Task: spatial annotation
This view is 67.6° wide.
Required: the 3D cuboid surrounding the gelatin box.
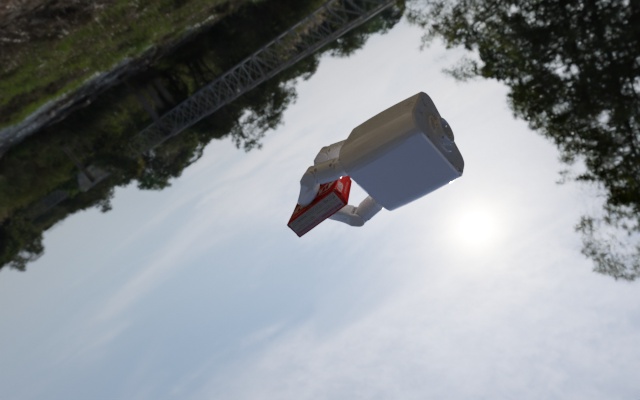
[{"bbox_3d":[0.000,0.003,0.655,0.089,0.030,0.073,-37,15,24],"label":"gelatin box"}]
